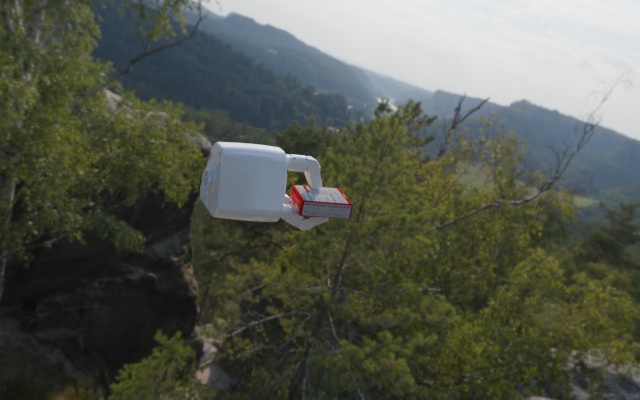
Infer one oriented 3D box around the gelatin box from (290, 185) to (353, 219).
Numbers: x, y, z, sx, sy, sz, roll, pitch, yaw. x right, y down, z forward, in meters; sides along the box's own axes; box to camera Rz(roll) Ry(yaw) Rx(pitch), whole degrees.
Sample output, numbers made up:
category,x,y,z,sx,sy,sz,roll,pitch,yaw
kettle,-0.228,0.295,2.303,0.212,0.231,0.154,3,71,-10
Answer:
category,x,y,z,sx,sy,sz,roll,pitch,yaw
gelatin box,0.001,0.002,0.794,0.089,0.030,0.073,4,21,-18
